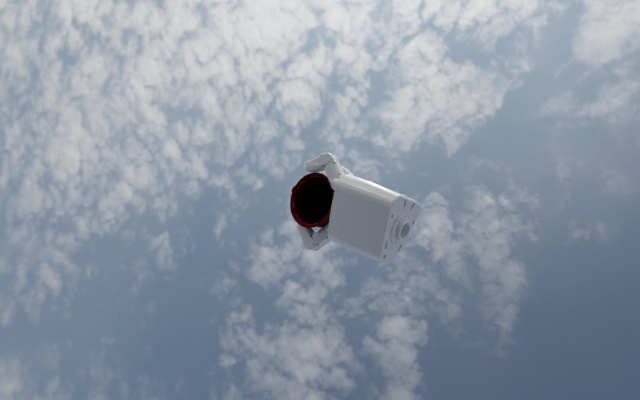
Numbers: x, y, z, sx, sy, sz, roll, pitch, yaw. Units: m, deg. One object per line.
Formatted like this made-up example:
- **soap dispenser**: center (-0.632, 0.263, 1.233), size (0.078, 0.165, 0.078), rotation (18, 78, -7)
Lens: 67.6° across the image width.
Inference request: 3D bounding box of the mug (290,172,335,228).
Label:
- **mug**: center (-0.001, 0.002, 0.823), size (0.117, 0.093, 0.081), rotation (24, 4, 38)
